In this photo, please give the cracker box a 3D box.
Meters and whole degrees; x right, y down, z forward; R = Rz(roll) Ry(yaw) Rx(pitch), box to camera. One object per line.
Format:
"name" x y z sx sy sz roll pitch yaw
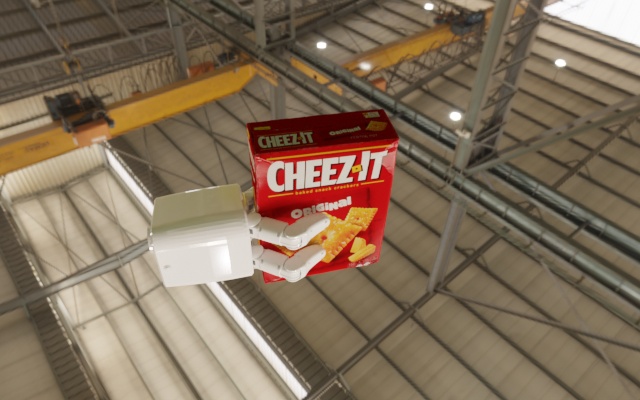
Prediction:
"cracker box" 0.000 0.002 0.595 0.164 0.214 0.072 -8 44 -11
